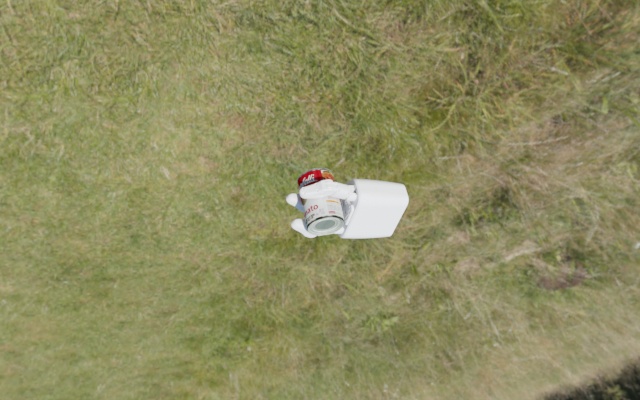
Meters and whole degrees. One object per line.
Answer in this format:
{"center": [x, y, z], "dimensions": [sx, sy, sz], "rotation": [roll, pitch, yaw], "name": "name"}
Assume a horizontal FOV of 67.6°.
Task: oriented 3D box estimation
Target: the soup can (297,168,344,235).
{"center": [0.000, 0.003, 0.849], "dimensions": [0.068, 0.102, 0.068], "rotation": [-9, -30, -5], "name": "soup can"}
